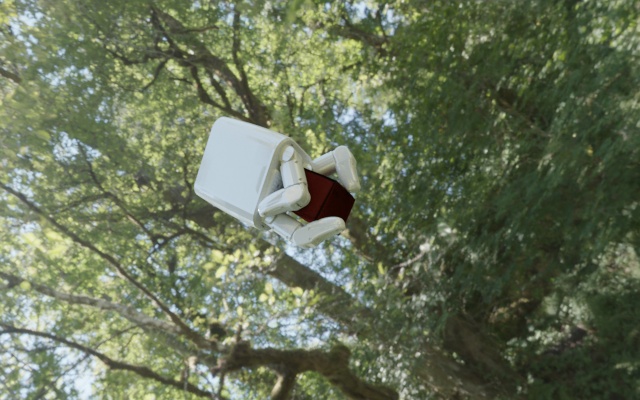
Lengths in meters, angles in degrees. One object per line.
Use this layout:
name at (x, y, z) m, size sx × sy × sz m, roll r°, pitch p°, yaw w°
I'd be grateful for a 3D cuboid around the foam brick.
foam brick at (0.000, 0.002, 0.577) m, size 0.051 × 0.053 × 0.078 m, roll 22°, pitch -9°, yaw 27°
